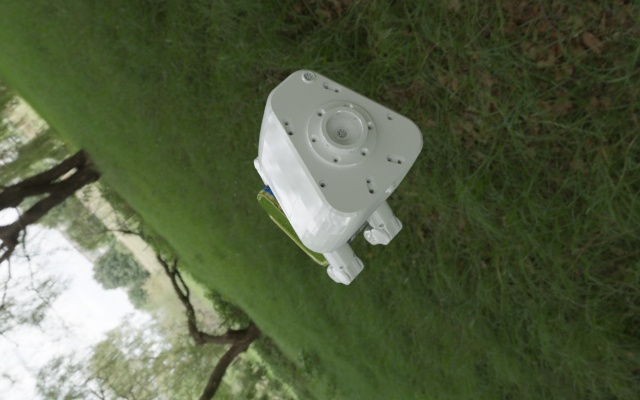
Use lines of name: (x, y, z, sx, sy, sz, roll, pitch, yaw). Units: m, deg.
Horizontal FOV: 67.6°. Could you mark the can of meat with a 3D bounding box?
can of meat: (0.000, 0.002, 0.473, 0.084, 0.102, 0.057, -46, -2, -19)
